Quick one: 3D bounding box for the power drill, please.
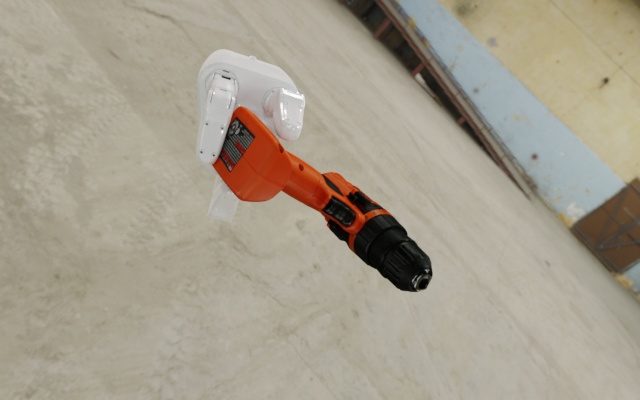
[{"bbox_3d":[0.000,0.001,0.428,0.188,0.057,0.184,32,7,-40],"label":"power drill"}]
